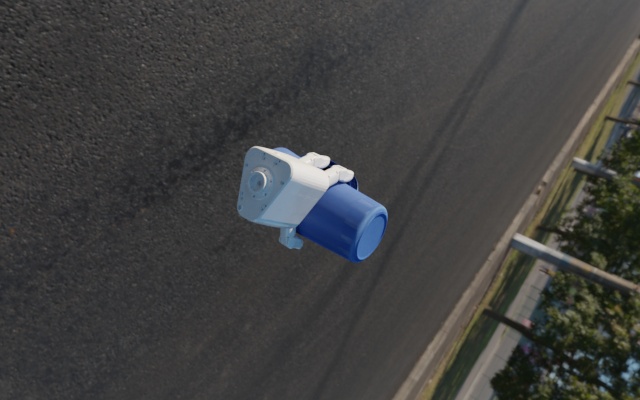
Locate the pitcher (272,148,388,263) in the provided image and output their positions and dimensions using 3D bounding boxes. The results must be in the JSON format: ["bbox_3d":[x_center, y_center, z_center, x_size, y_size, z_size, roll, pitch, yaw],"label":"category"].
[{"bbox_3d":[0.000,0.003,0.856,0.242,0.149,0.145,29,7,29],"label":"pitcher"}]
